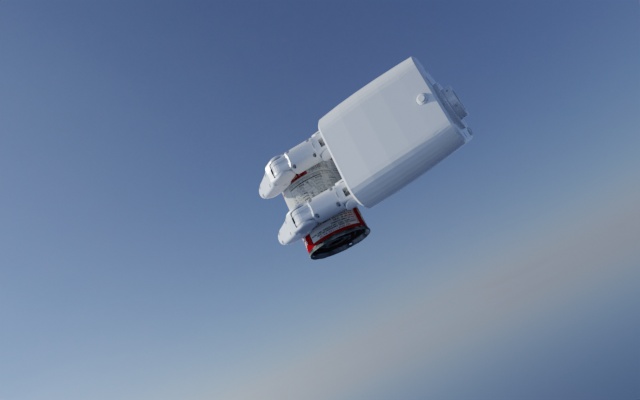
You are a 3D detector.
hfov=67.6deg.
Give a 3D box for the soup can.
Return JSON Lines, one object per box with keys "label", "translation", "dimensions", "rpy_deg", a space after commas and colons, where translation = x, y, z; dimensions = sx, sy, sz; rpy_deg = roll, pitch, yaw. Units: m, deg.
{"label": "soup can", "translation": [0.000, 0.002, 0.502], "dimensions": [0.068, 0.102, 0.068], "rpy_deg": [-23, -19, -8]}
